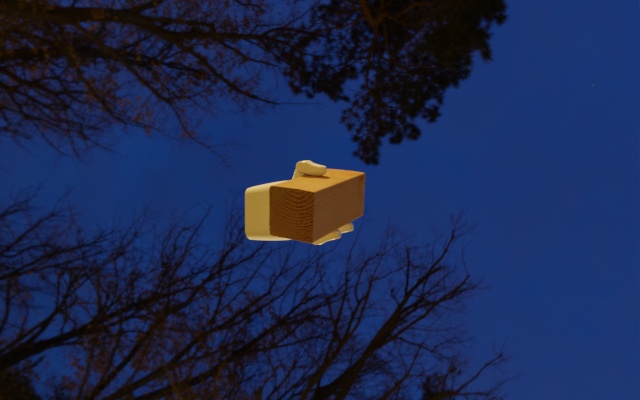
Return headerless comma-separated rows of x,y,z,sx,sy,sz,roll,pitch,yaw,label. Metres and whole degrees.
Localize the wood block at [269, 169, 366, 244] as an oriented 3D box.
0.000,0.003,0.884,0.090,0.091,0.206,9,16,27,wood block
